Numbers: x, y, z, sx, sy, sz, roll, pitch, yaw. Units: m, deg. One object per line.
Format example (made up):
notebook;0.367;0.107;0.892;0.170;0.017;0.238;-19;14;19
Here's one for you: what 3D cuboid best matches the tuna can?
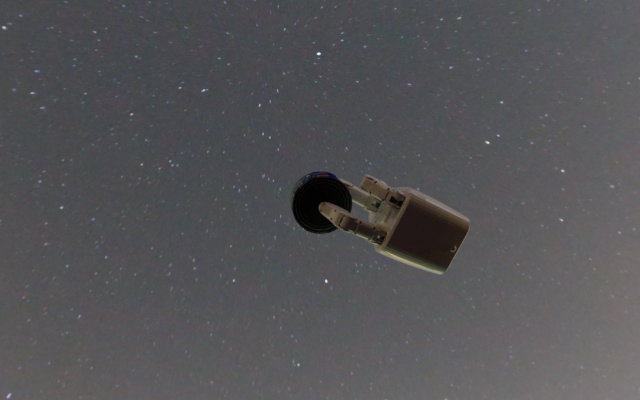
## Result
tuna can;0.000;0.002;0.683;0.086;0.086;0.033;0;19;-11
